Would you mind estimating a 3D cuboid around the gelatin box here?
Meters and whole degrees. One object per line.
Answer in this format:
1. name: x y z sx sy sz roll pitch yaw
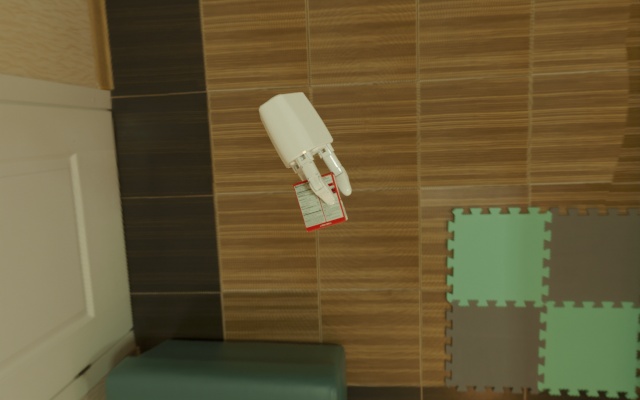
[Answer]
1. gelatin box: 0.000 0.003 0.836 0.073 0.089 0.030 -17 -2 10
